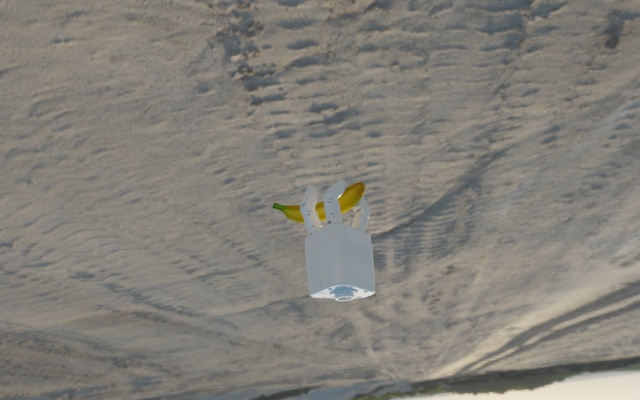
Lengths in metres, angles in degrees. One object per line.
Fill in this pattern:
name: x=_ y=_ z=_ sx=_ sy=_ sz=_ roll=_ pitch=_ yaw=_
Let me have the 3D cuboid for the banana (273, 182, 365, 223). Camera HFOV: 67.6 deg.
banana: x=0.007 y=0.011 z=0.908 sx=0.198 sy=0.037 sz=0.070 roll=-15 pitch=-30 yaw=27
